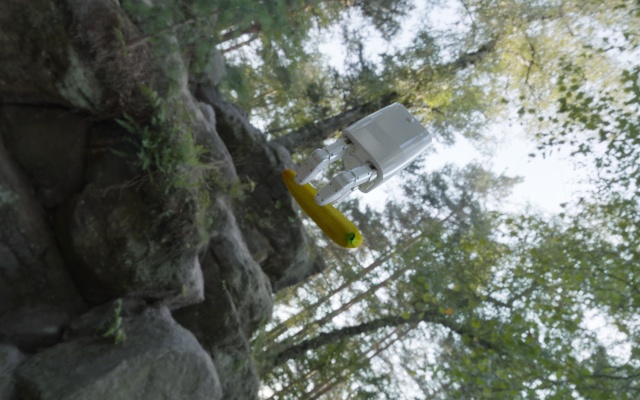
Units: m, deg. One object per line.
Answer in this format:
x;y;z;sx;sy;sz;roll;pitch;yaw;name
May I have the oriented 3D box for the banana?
0.007;0.017;0.699;0.037;0.070;0.197;-34;43;-14;banana
